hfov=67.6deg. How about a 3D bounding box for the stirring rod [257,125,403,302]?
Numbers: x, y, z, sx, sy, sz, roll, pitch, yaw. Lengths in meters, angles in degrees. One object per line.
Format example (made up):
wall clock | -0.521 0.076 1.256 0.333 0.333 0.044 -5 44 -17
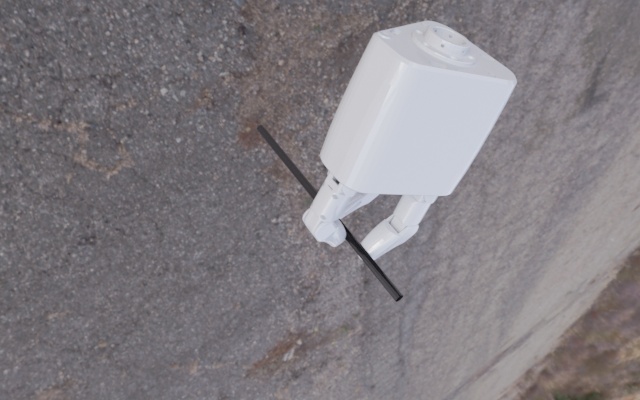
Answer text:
stirring rod | 0.000 0.001 0.458 0.011 0.011 0.239 0 42 -47
